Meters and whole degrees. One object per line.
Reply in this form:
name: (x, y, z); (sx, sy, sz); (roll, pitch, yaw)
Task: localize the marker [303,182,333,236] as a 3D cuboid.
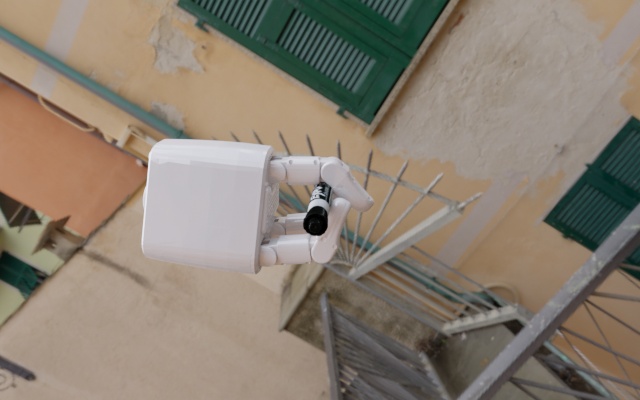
marker: (0.000, 0.001, 0.402); (0.020, 0.020, 0.121); (0, 18, 4)
